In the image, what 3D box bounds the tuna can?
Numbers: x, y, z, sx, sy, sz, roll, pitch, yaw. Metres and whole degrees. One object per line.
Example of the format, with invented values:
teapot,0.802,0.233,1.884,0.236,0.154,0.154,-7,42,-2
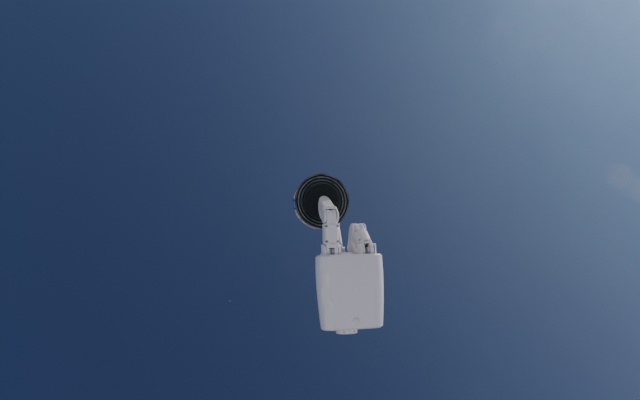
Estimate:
tuna can,0.000,0.002,0.751,0.086,0.086,0.034,0,-6,-11
